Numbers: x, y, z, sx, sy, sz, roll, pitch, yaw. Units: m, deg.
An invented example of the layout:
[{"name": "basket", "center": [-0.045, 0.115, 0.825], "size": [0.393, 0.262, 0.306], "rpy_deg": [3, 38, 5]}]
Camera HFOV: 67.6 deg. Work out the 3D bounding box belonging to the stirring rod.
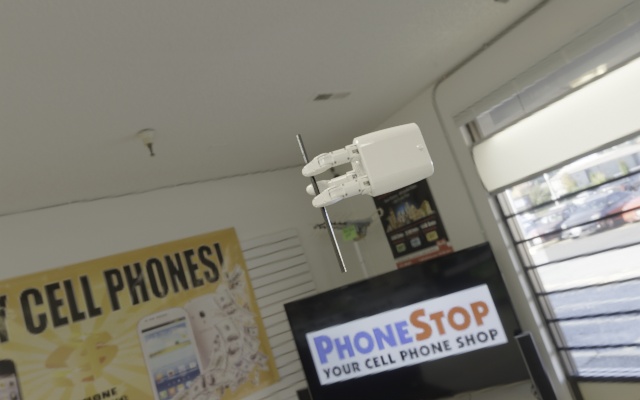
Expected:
[{"name": "stirring rod", "center": [0.000, 0.003, 0.787], "size": [0.011, 0.239, 0.011], "rpy_deg": [-18, -9, -3]}]
